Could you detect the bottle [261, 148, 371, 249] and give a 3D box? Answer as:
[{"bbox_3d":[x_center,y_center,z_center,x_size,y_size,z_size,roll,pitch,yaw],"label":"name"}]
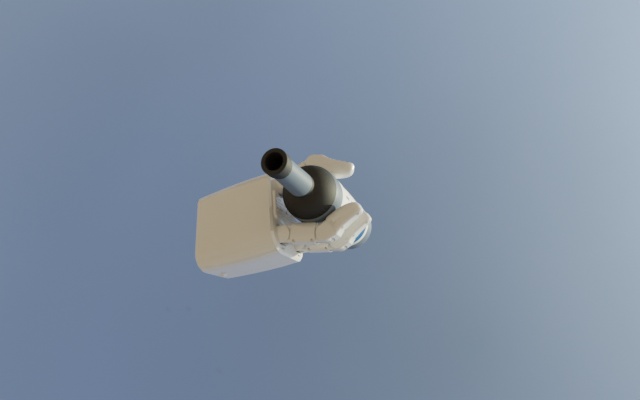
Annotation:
[{"bbox_3d":[0.000,0.002,0.584,0.069,0.069,0.296,0,-15,18],"label":"bottle"}]
